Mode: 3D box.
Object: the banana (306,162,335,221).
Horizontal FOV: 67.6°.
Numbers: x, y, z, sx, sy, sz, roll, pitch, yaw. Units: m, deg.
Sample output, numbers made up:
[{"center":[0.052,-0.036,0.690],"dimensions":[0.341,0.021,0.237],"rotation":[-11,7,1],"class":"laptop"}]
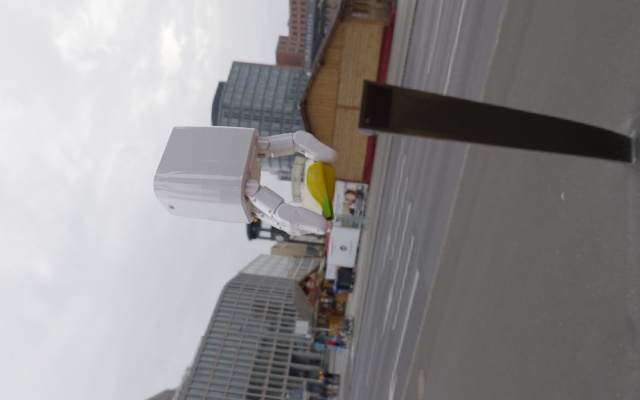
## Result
[{"center":[0.001,-0.016,0.629],"dimensions":[0.037,0.069,0.198],"rotation":[2,3,1],"class":"banana"}]
